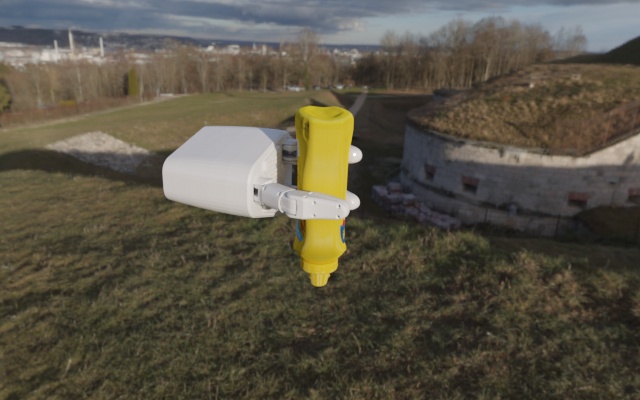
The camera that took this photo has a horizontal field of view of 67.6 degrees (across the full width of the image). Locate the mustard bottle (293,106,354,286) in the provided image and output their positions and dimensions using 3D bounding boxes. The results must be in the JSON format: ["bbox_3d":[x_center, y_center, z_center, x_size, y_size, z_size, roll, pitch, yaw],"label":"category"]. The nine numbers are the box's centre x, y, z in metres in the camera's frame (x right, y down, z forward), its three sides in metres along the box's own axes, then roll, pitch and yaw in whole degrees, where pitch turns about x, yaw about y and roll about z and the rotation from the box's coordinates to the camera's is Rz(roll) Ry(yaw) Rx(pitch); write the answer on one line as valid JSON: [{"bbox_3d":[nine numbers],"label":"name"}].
[{"bbox_3d":[0.000,0.001,0.503,0.058,0.192,0.096,0,19,-6],"label":"mustard bottle"}]
